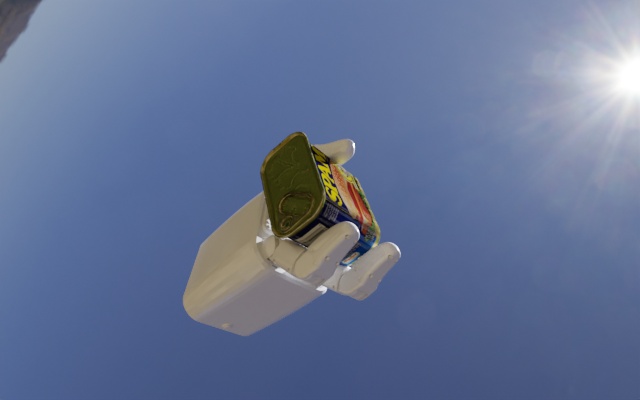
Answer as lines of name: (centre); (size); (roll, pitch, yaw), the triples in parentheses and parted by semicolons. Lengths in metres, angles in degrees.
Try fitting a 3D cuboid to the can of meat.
can of meat: (0.000, 0.001, 0.425); (0.057, 0.102, 0.084); (-38, -47, 21)
